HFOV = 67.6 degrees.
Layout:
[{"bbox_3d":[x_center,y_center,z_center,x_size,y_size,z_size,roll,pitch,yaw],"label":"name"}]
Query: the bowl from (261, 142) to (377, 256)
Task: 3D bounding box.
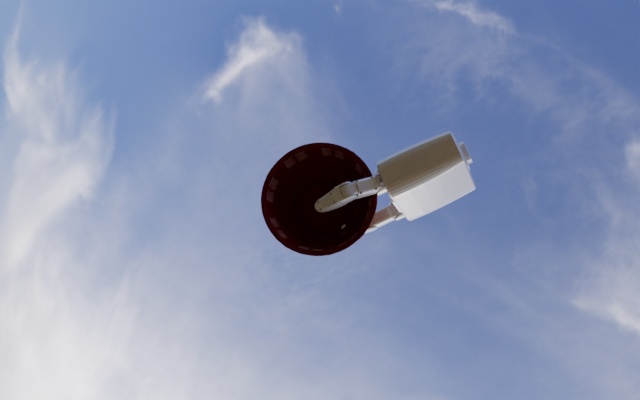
[{"bbox_3d":[-0.001,0.003,0.679,0.162,0.162,0.055,0,-14,7],"label":"bowl"}]
